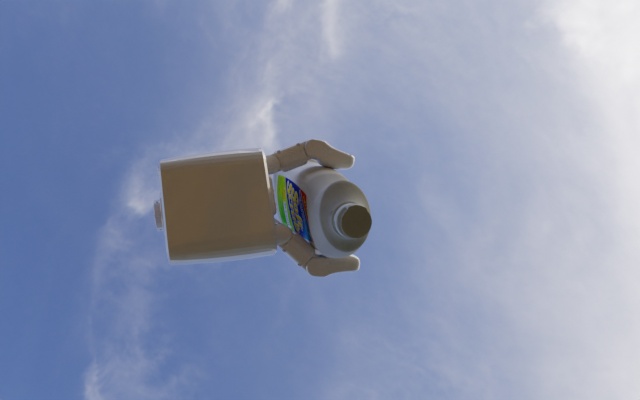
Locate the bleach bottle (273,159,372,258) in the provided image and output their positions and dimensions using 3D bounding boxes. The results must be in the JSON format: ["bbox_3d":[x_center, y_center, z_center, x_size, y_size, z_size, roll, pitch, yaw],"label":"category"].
[{"bbox_3d":[0.000,0.002,0.525,0.068,0.102,0.251,-6,5,-13],"label":"bleach bottle"}]
